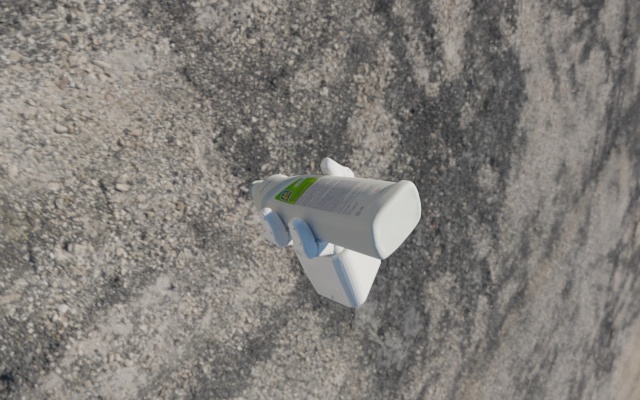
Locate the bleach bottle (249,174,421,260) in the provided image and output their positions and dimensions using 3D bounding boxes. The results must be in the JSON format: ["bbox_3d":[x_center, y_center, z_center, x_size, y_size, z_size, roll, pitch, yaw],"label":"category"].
[{"bbox_3d":[0.000,0.002,0.640,0.251,0.068,0.102,14,46,41],"label":"bleach bottle"}]
